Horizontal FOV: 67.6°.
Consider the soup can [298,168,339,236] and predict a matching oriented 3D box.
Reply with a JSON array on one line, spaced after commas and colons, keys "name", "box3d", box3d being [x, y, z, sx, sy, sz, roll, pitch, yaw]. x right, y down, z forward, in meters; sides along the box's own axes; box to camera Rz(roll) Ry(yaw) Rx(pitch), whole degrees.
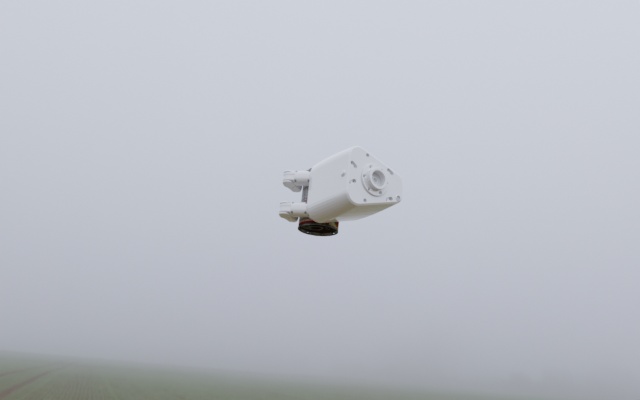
[{"name": "soup can", "box3d": [0.000, 0.003, 0.807, 0.068, 0.102, 0.068, 5, -19, 2]}]
